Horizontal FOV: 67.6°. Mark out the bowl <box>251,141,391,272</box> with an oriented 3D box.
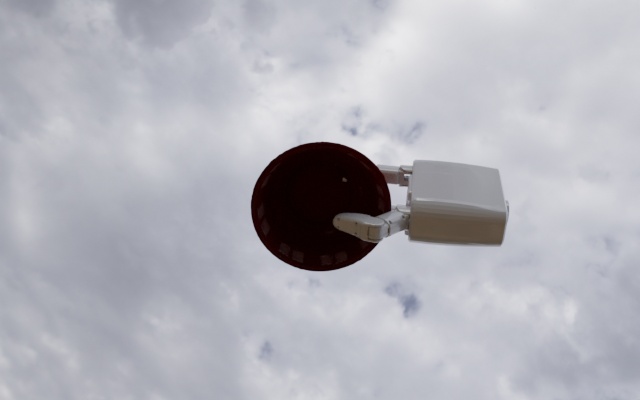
[{"bbox_3d":[-0.001,0.001,0.568,0.162,0.162,0.055,0,22,-3],"label":"bowl"}]
